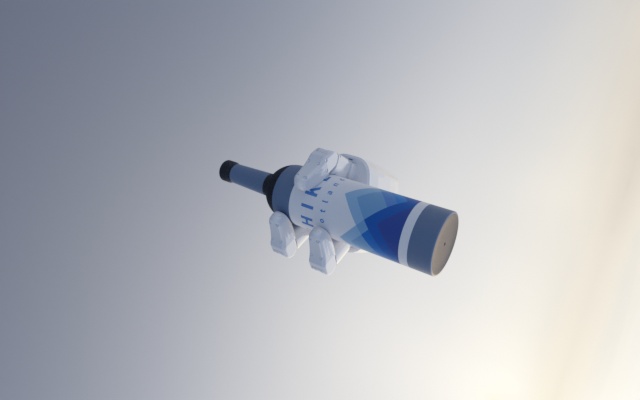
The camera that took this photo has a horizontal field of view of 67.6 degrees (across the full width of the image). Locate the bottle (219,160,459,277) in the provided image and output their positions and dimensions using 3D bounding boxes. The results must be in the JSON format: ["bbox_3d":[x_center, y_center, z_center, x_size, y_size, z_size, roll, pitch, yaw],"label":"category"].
[{"bbox_3d":[0.000,0.002,0.532,0.295,0.069,0.069,19,10,31],"label":"bottle"}]
